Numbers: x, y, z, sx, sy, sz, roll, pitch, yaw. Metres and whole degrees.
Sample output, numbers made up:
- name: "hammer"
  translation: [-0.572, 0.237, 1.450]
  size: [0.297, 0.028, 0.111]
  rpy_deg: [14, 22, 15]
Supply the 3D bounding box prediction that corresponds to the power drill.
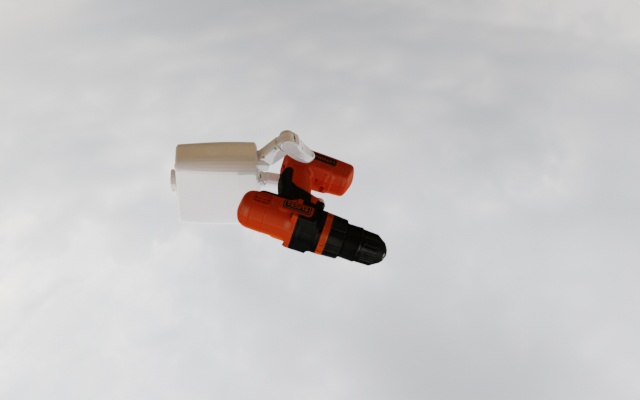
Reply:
- name: "power drill"
  translation: [0.000, 0.002, 0.628]
  size: [0.184, 0.057, 0.187]
  rpy_deg: [20, 28, -3]
